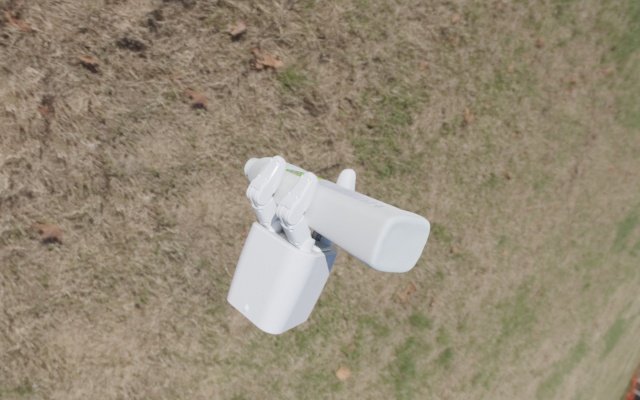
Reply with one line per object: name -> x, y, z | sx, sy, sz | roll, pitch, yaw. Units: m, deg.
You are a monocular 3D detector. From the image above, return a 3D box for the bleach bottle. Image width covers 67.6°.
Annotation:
bleach bottle -> 0.000, 0.002, 0.579 | 0.250, 0.068, 0.102 | 28, 10, 38
